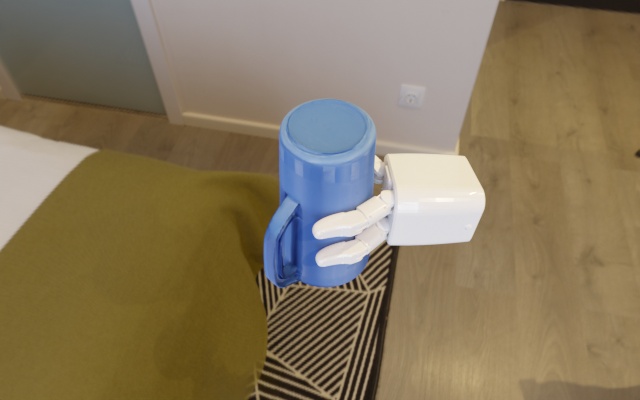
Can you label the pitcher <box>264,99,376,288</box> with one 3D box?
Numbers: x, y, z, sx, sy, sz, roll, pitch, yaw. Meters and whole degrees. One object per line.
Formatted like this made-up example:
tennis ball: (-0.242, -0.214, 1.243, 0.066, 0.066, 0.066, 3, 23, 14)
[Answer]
pitcher: (0.000, 0.002, 0.607, 0.145, 0.149, 0.243, 0, -40, -1)
